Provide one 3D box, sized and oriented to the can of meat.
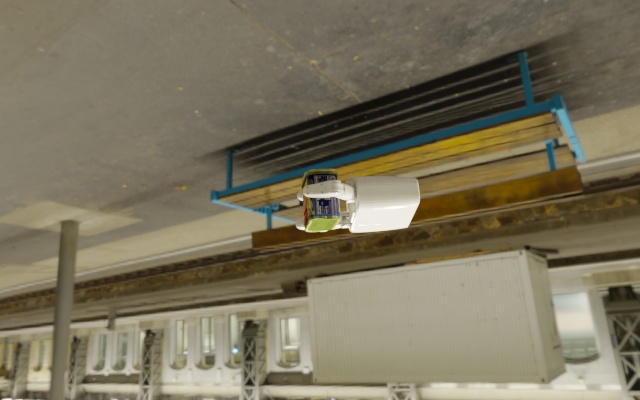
[{"bbox_3d":[0.000,0.003,0.807,0.057,0.084,0.102,-2,-16,-9],"label":"can of meat"}]
